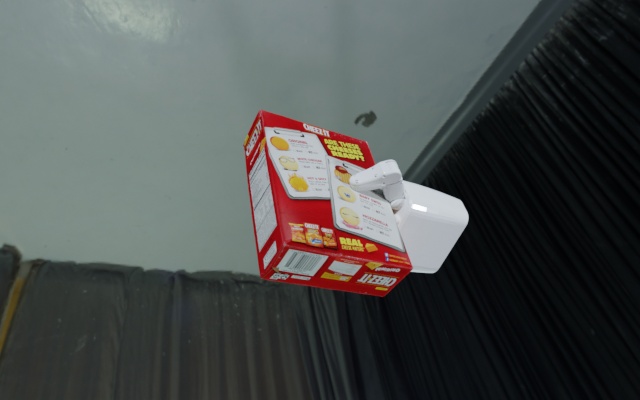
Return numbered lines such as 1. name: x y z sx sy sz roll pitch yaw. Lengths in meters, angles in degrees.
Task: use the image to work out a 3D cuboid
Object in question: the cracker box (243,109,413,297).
1. cracker box: 0.000 0.002 0.574 0.164 0.213 0.072 13 -48 -28
